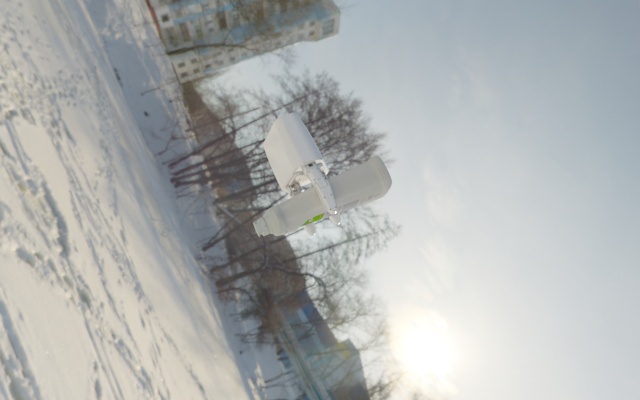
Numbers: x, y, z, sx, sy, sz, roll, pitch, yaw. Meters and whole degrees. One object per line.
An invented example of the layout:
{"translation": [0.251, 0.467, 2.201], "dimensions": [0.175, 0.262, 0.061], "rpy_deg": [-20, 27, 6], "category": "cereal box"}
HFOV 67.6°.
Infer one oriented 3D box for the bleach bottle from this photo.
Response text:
{"translation": [0.000, 0.003, 0.866], "dimensions": [0.251, 0.068, 0.103], "rpy_deg": [-22, -15, -14], "category": "bleach bottle"}
